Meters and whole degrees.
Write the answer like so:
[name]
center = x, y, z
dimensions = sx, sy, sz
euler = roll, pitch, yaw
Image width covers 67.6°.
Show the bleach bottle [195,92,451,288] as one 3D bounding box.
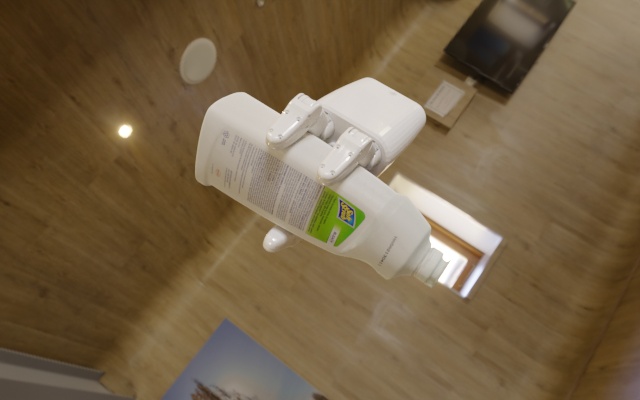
[bleach bottle]
center = 0.000, 0.001, 0.442
dimensions = 0.251, 0.103, 0.068
euler = 34, 42, 15
